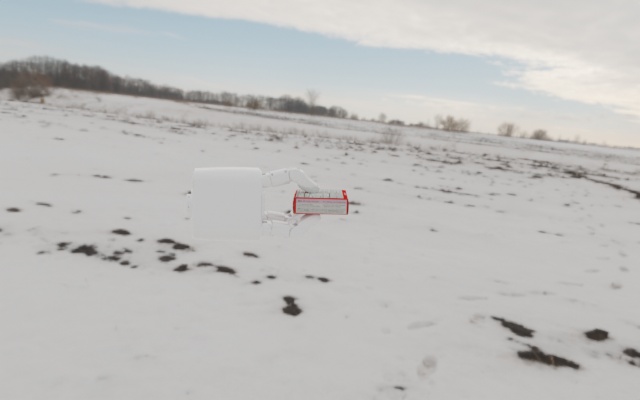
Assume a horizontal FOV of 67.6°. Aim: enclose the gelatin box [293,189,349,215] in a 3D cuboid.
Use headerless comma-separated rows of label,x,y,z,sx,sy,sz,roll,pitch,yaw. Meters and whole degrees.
gelatin box,0.000,0.002,0.785,0.089,0.030,0.073,0,12,0
